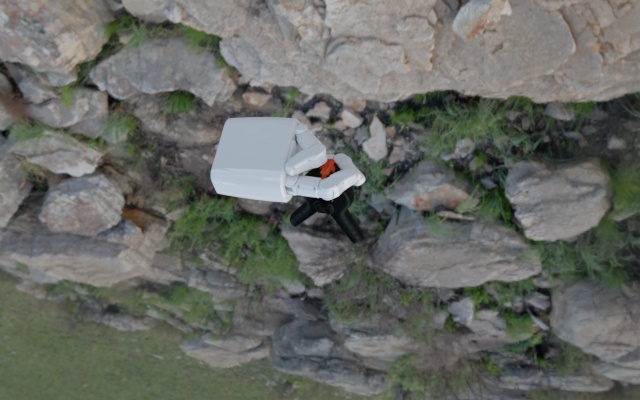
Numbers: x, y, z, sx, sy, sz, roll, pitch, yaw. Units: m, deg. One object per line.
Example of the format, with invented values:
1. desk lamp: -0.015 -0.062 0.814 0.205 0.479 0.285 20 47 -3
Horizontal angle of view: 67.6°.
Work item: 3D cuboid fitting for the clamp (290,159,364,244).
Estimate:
1. clamp: 0.000 0.003 0.710 0.120 0.039 0.172 5 -40 14
